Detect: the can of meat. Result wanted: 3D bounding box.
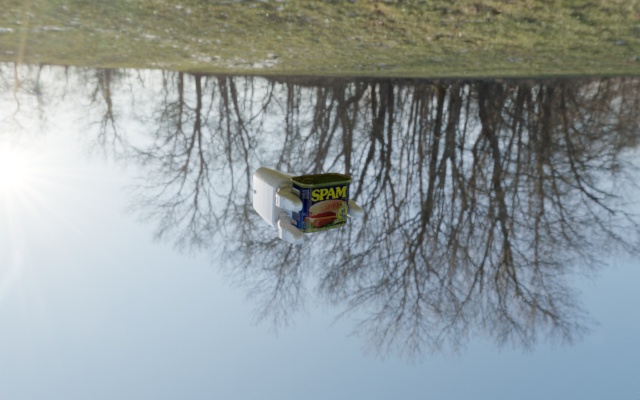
[{"bbox_3d":[0.000,0.003,0.803,0.102,0.084,0.057,-8,20,-33],"label":"can of meat"}]
